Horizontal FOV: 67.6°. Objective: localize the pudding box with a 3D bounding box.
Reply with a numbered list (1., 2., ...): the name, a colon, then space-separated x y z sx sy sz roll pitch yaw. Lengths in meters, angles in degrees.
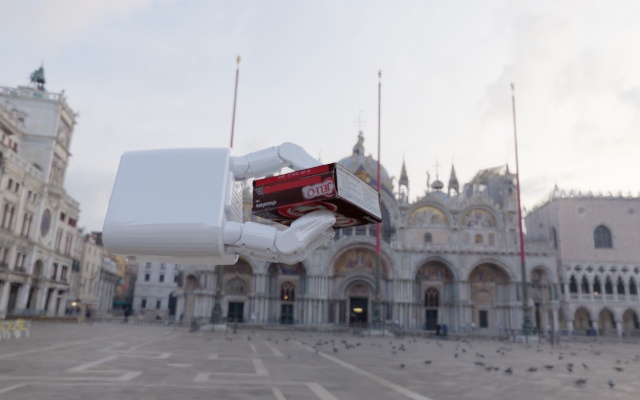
1. pudding box: 0.000 0.001 0.470 0.090 0.039 0.113 -10 -15 27
